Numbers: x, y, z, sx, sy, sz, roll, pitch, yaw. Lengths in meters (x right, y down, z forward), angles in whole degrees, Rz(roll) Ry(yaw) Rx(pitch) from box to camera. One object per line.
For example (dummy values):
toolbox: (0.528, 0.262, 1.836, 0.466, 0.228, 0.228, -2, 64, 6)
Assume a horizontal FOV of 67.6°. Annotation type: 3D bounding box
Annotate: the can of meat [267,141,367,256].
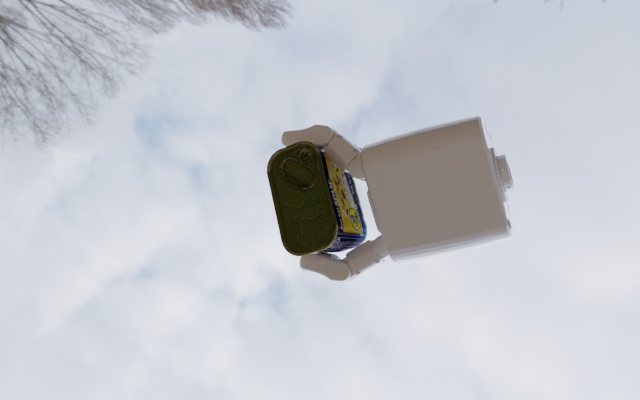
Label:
can of meat: (0.000, 0.002, 0.466, 0.057, 0.102, 0.084, -19, -14, 24)
